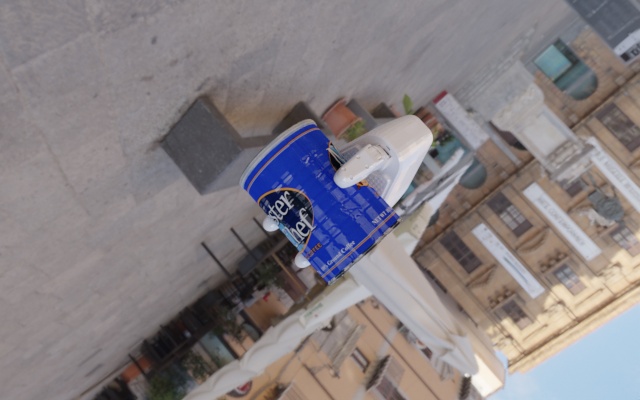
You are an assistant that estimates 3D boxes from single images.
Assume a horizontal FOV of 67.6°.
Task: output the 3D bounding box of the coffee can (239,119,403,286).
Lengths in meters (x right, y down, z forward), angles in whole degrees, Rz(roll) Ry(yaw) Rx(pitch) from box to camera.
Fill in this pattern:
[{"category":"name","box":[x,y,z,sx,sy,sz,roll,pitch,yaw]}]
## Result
[{"category":"coffee can","box":[0.000,0.002,0.495,0.103,0.140,0.103,-41,-6,-5]}]
